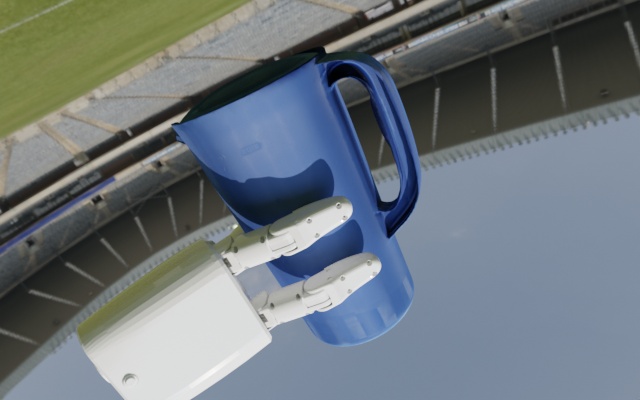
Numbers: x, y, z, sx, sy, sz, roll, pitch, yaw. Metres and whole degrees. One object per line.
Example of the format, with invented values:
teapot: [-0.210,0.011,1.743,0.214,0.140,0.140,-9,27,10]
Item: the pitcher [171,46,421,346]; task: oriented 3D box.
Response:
pitcher: [0.000,0.001,0.408,0.145,0.243,0.149,-34,22,-17]
